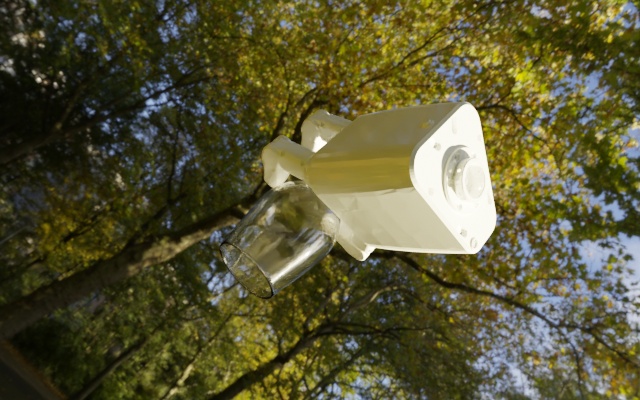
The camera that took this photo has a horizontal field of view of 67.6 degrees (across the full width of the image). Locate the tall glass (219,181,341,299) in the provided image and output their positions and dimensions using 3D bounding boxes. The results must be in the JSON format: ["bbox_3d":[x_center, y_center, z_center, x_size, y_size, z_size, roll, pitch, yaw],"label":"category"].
[{"bbox_3d":[0.000,0.001,0.447,0.201,0.079,0.079,-43,25,-31],"label":"tall glass"}]
